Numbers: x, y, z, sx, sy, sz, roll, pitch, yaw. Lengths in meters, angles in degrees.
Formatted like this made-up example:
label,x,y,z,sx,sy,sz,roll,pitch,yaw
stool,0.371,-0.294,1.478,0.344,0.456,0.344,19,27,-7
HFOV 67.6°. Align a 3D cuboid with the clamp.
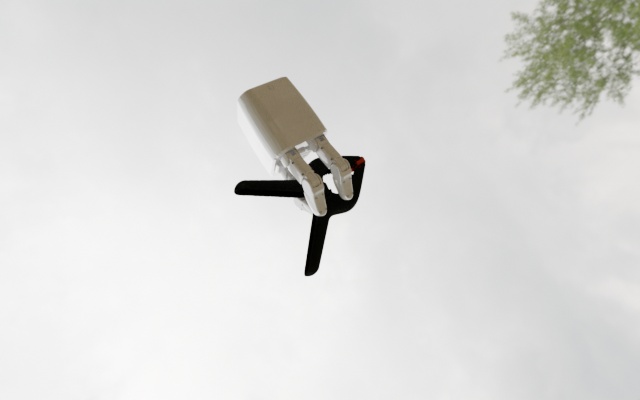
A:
label,x,y,z,sx,sy,sz,roll,pitch,yaw
clamp,0.000,0.002,0.705,0.210,0.164,0.036,-30,-7,-32
